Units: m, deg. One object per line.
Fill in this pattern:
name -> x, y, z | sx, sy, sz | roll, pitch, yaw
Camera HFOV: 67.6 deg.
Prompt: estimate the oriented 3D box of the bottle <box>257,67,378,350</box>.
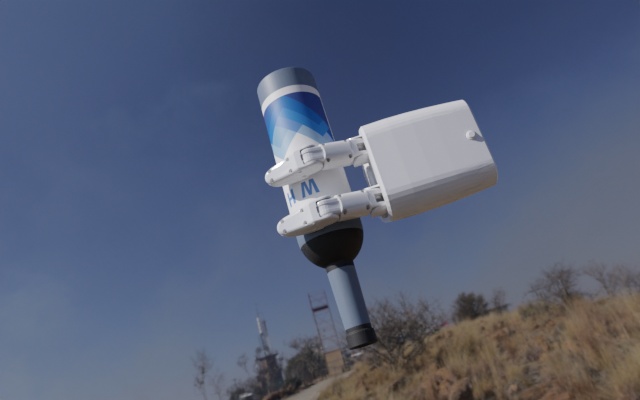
bottle -> 0.000, 0.001, 0.489 | 0.069, 0.295, 0.069 | -15, -21, -6
